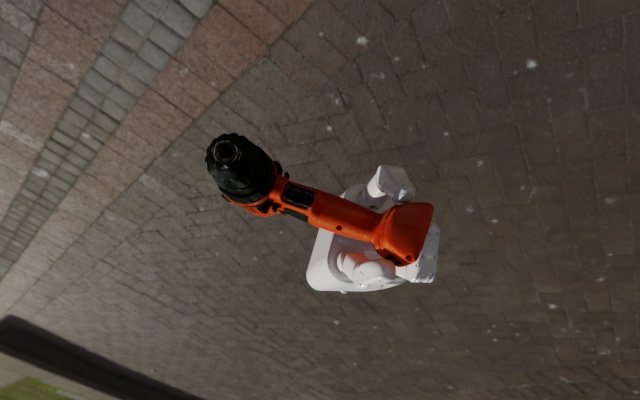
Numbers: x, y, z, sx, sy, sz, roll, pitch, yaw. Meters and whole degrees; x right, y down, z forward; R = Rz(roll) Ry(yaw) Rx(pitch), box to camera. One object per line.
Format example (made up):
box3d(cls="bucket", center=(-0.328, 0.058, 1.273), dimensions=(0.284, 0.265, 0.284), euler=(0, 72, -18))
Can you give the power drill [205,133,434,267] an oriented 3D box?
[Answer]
box3d(cls="power drill", center=(0.000, 0.002, 0.427), dimensions=(0.187, 0.057, 0.184), euler=(20, -6, 6))
